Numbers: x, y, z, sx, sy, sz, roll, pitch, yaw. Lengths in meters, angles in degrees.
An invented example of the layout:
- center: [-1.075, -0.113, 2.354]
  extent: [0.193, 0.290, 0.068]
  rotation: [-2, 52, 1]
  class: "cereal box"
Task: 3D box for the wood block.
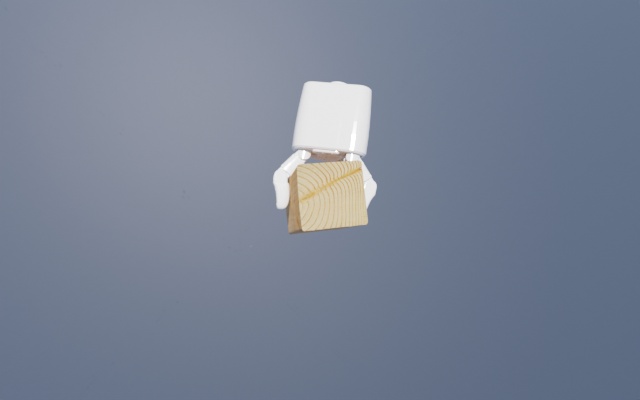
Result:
- center: [0.000, 0.002, 0.729]
  extent: [0.091, 0.090, 0.206]
  rotation: [-5, -5, -9]
  class: "wood block"
